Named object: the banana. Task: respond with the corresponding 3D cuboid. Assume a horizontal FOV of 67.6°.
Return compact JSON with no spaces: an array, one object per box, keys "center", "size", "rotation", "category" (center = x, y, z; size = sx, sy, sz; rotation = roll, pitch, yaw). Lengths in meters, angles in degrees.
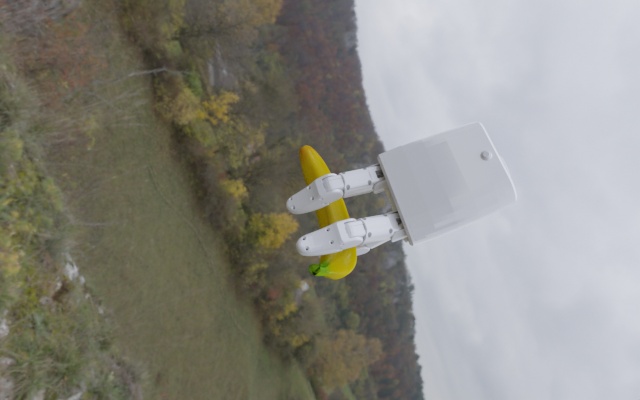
[{"center":[0.009,0.016,0.522],"size":[0.037,0.197,0.070],"rotation":[-24,-50,12],"category":"banana"}]
